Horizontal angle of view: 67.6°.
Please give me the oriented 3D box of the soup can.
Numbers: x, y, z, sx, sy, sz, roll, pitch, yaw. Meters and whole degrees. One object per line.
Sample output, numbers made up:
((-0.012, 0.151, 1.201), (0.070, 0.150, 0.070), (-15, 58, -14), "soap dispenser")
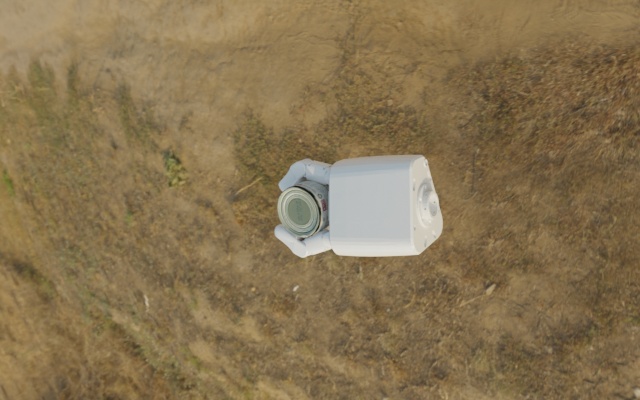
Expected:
((0.000, 0.002, 0.626), (0.068, 0.068, 0.102), (0, 15, 35), "soup can")
